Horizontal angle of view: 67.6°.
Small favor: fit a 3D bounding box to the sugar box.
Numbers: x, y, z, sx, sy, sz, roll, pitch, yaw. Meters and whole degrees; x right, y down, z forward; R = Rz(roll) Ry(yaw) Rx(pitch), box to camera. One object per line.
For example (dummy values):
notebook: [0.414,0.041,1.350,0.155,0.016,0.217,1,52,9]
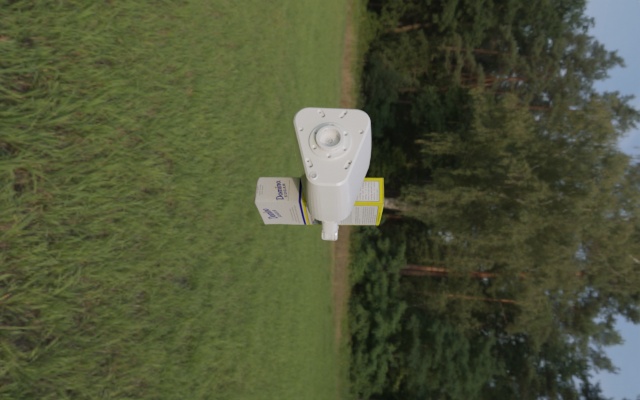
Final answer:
sugar box: [0.000,0.002,0.689,0.176,0.048,0.093,3,-23,4]
